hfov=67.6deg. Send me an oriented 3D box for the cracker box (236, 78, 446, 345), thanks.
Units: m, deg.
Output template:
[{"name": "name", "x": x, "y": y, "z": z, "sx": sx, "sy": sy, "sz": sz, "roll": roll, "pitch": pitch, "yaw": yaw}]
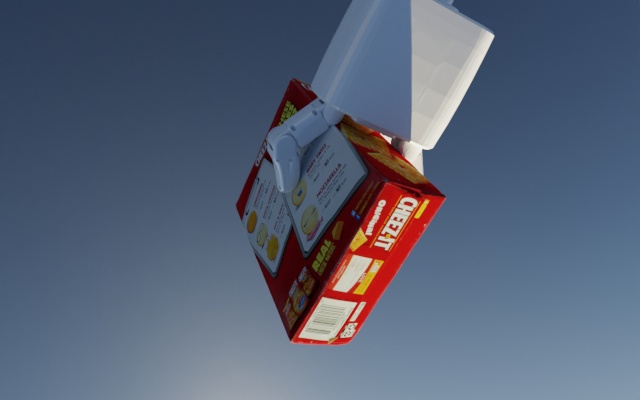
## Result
[{"name": "cracker box", "x": 0.000, "y": 0.002, "z": 0.456, "sx": 0.072, "sy": 0.164, "sz": 0.213, "roll": 14, "pitch": 25, "yaw": -31}]
